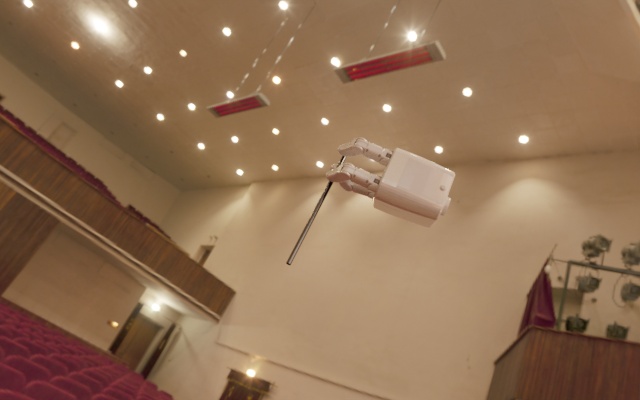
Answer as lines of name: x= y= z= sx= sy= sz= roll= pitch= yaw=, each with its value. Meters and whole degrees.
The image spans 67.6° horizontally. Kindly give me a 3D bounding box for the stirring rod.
stirring rod: x=0.000 y=0.003 z=0.789 sx=0.011 sy=0.239 sz=0.011 roll=22 pitch=-27 yaw=12
